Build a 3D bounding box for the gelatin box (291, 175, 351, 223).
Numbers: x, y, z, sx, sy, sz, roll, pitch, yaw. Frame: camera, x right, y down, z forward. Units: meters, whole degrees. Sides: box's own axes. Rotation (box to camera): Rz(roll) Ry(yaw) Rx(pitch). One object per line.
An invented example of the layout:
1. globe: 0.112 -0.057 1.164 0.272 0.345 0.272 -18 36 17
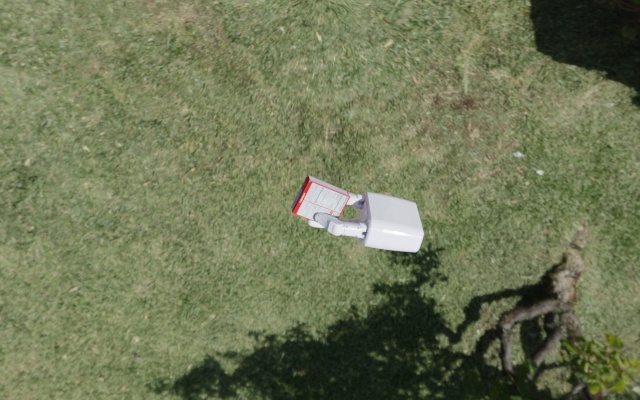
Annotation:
1. gelatin box: 0.000 0.003 0.890 0.089 0.073 0.030 21 21 -19
